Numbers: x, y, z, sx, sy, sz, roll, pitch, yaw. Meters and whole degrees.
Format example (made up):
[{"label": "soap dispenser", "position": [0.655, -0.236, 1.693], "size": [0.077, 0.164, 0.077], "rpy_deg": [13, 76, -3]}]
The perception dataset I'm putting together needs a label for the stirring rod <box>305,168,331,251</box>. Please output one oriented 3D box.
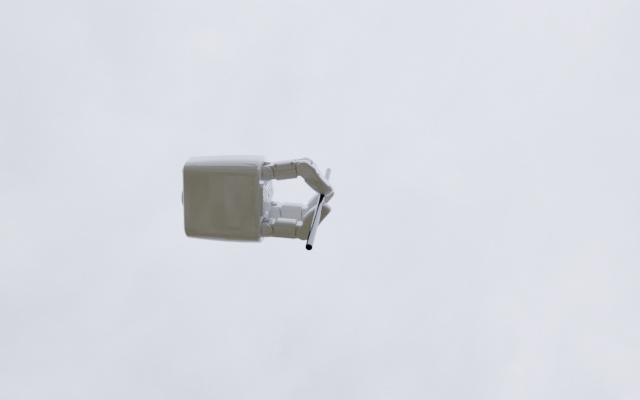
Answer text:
[{"label": "stirring rod", "position": [0.000, 0.002, 0.619], "size": [0.011, 0.011, 0.239], "rpy_deg": [0, 24, 7]}]
